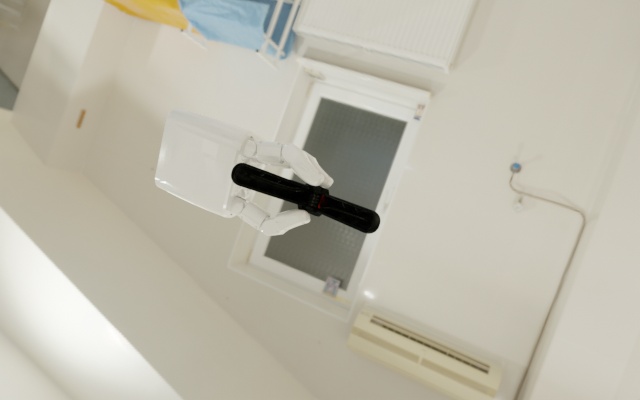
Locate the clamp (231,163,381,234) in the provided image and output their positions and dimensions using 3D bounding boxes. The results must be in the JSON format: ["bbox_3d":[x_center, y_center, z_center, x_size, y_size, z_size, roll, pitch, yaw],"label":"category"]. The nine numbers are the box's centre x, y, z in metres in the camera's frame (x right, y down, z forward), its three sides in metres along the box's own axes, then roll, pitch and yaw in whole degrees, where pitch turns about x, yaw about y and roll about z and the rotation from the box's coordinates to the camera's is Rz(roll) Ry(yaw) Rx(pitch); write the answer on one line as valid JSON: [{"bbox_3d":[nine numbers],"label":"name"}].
[{"bbox_3d":[0.000,0.003,0.581,0.164,0.036,0.210,22,1,12],"label":"clamp"}]
